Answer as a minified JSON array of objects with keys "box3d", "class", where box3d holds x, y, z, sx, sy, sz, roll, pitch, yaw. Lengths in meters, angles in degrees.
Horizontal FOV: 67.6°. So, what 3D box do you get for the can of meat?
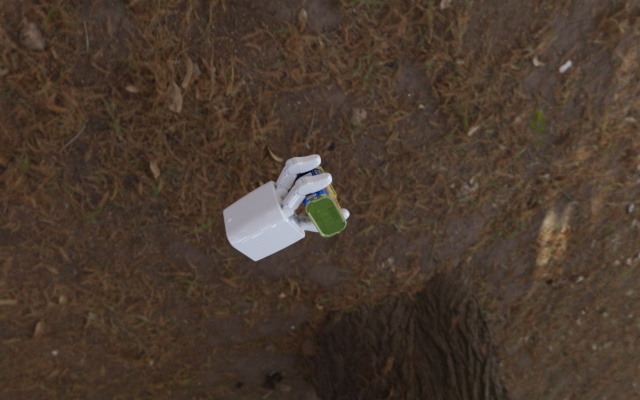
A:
[{"box3d":[0.000,0.003,0.838,0.057,0.102,0.084,-26,43,5],"class":"can of meat"}]
